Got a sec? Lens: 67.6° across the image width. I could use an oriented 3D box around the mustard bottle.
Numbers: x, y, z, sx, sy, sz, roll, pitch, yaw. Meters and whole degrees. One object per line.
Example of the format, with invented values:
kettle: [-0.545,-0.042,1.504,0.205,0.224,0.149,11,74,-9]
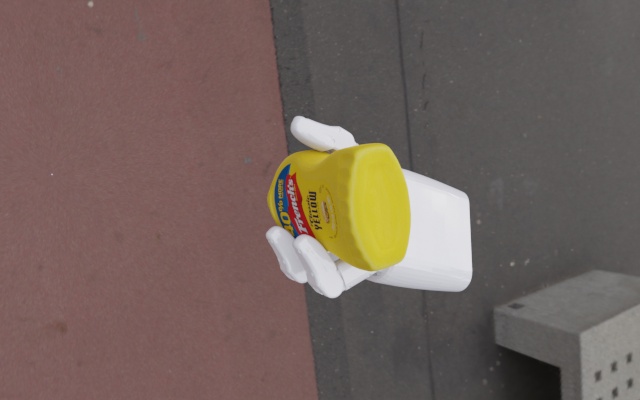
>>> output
mustard bottle: [0.000,0.001,0.435,0.058,0.096,0.191,-15,10,-28]
